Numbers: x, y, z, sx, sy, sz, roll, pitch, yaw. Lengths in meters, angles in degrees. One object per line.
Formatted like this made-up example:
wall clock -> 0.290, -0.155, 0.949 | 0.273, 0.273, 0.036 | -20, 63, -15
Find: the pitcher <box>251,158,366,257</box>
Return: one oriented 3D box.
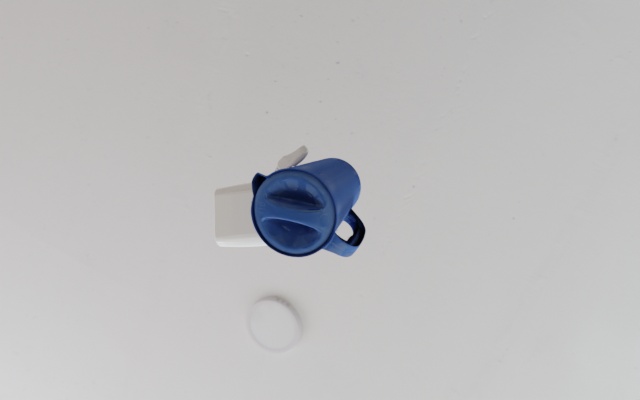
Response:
pitcher -> 0.000, 0.003, 0.796 | 0.145, 0.149, 0.242 | -7, 10, 19
